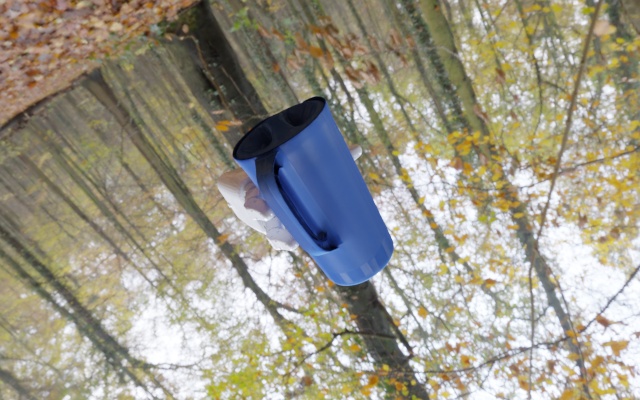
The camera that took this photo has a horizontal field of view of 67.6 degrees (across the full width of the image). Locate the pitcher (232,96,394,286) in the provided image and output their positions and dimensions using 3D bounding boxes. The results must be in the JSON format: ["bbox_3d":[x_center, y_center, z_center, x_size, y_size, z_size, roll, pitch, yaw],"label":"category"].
[{"bbox_3d":[0.000,0.002,0.627,0.149,0.243,0.145,-41,27,-18],"label":"pitcher"}]
